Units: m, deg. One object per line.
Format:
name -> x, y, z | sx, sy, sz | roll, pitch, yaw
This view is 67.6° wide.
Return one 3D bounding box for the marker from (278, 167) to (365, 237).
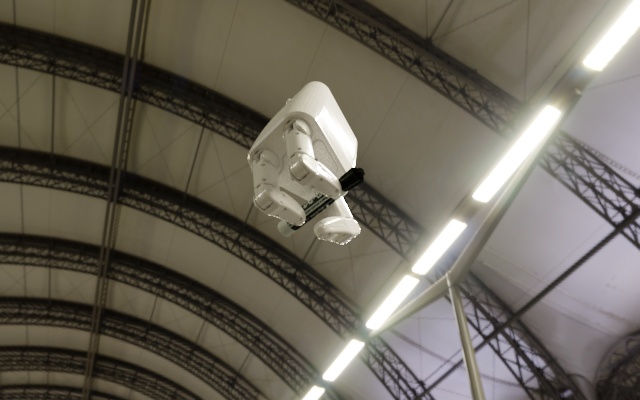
marker -> 0.000, 0.002, 0.511 | 0.121, 0.020, 0.020 | -37, -21, 30
